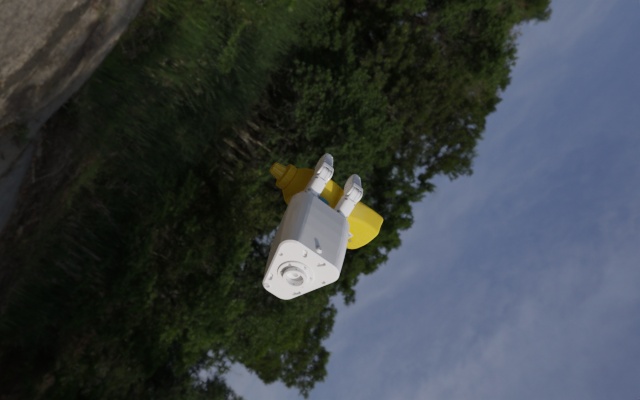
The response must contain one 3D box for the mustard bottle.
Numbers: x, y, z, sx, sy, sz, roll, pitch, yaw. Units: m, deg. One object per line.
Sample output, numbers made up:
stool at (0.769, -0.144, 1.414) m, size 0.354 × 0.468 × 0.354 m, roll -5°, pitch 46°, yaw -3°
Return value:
mustard bottle at (0.000, 0.002, 0.763) m, size 0.192 × 0.058 × 0.096 m, roll 36°, pitch -32°, yaw -16°
